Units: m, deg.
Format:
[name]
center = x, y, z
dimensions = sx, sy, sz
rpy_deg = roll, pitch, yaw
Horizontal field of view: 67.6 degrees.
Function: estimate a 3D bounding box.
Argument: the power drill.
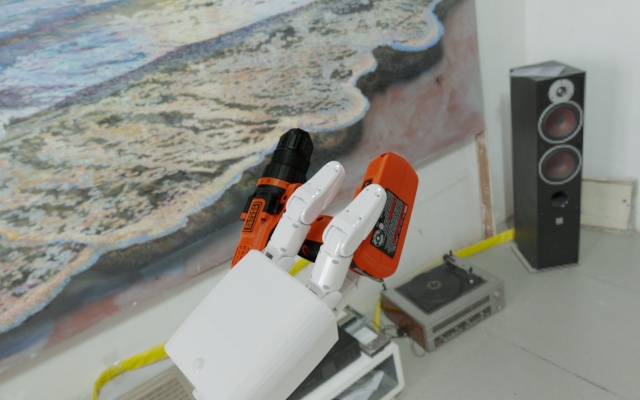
[power drill]
center = 0.000, 0.002, 0.466
dimensions = 0.187, 0.184, 0.057
rpy_deg = -4, -26, 46
